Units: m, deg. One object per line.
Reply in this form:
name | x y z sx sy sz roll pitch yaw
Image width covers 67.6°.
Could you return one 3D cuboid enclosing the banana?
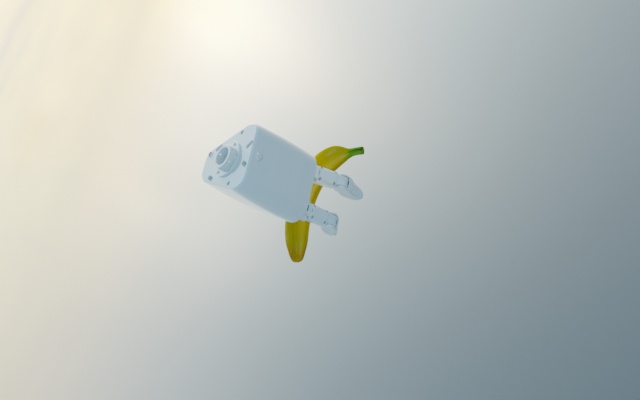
banana | -0.011 -0.007 0.709 0.069 0.198 0.037 25 -6 40
